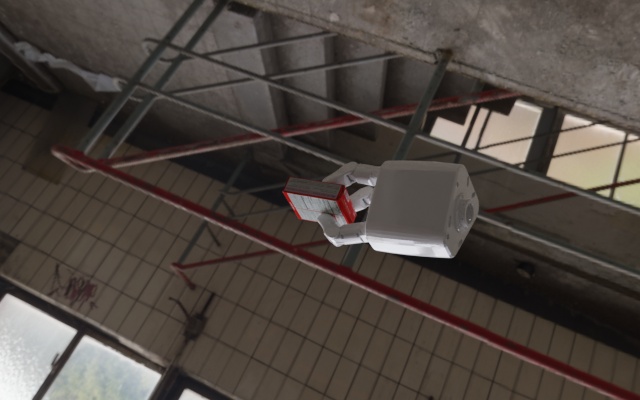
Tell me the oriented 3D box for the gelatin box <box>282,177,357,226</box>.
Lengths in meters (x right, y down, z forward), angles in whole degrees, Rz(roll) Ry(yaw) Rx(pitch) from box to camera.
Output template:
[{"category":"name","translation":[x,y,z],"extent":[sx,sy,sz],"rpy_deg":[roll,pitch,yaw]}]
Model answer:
[{"category":"gelatin box","translation":[0.000,0.003,0.678],"extent":[0.089,0.030,0.073],"rpy_deg":[9,-30,25]}]
